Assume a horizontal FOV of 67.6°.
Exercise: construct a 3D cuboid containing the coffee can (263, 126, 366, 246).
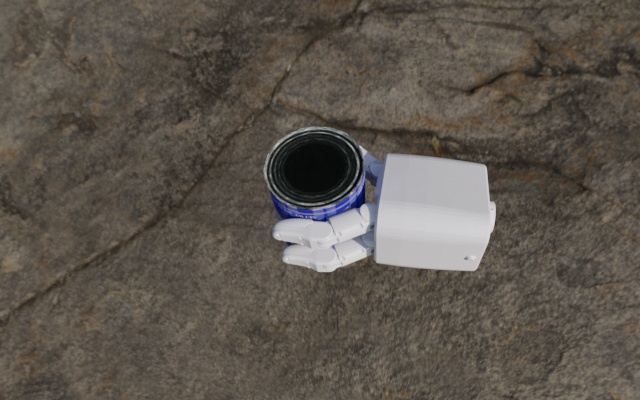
[{"bbox_3d":[0.000,0.002,0.534,0.103,0.102,0.140,0,-32,7],"label":"coffee can"}]
